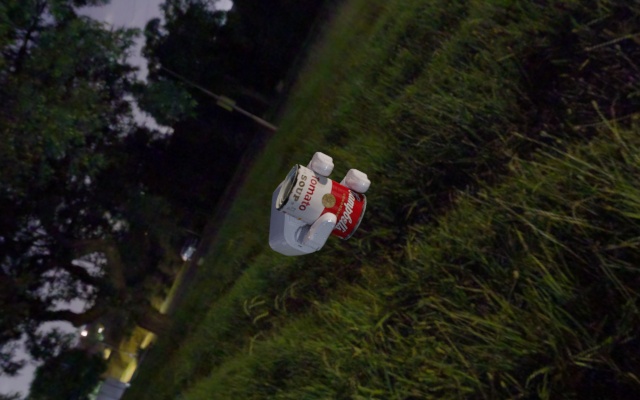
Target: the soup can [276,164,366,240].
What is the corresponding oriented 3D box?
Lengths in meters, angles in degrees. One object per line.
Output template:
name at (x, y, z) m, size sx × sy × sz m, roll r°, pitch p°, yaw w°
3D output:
soup can at (0.000, 0.002, 0.634) m, size 0.102 × 0.068 × 0.068 m, roll 25°, pitch -7°, yaw -15°
